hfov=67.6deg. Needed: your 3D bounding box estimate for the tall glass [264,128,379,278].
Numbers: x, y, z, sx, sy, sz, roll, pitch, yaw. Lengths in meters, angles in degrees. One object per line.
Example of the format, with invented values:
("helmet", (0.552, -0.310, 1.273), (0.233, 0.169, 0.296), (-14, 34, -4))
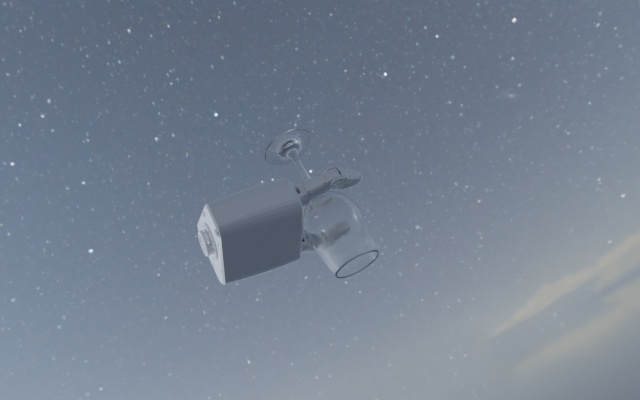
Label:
("tall glass", (0.000, 0.001, 0.632), (0.079, 0.201, 0.079), (-25, -26, -13))
